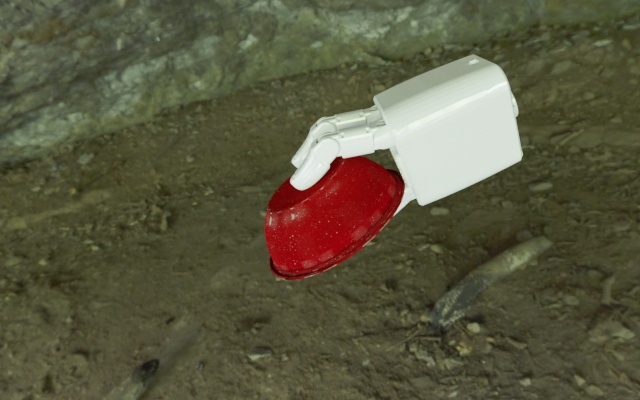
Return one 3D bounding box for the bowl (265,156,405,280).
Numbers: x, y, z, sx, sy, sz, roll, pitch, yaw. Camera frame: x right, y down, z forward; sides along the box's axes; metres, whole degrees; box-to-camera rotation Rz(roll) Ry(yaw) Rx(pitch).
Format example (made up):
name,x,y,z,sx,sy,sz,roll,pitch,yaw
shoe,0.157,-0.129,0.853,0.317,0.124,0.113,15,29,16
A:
name,x,y,z,sx,sy,sz,roll,pitch,yaw
bowl,-0.001,0.002,0.472,0.162,0.055,0.162,-32,21,14
